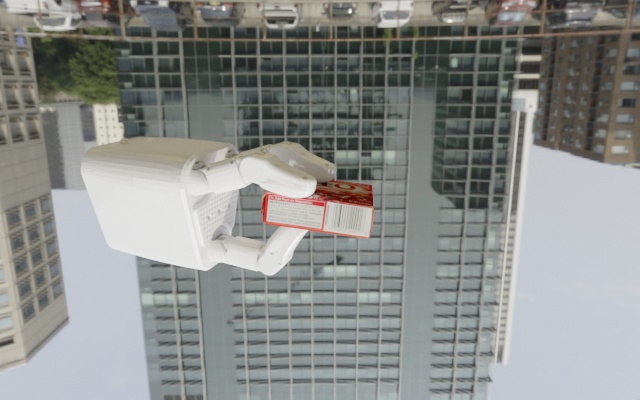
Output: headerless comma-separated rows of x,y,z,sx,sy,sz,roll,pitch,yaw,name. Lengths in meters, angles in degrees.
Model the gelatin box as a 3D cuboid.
0.000,0.002,0.408,0.089,0.030,0.073,8,16,3,gelatin box
